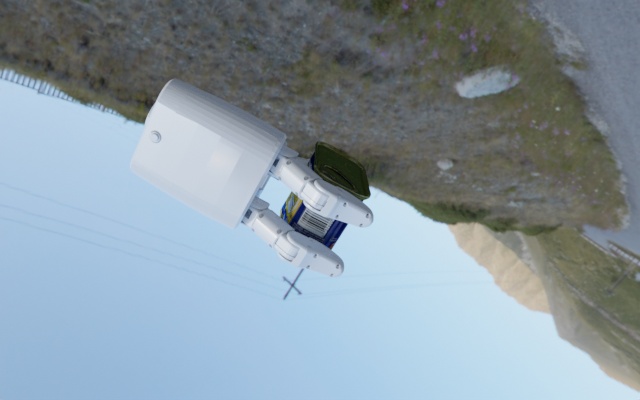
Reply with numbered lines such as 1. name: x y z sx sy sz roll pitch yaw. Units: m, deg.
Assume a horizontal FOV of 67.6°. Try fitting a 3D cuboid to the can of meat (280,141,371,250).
1. can of meat: 0.000 0.002 0.461 0.057 0.084 0.102 28 20 -11
